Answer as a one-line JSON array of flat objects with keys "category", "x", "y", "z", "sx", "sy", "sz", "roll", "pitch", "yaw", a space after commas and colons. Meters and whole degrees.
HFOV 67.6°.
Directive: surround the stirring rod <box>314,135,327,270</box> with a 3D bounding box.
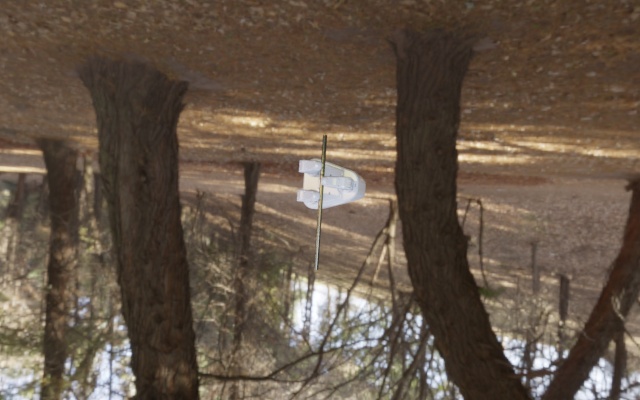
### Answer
[{"category": "stirring rod", "x": 0.000, "y": 0.003, "z": 0.852, "sx": 0.011, "sy": 0.239, "sz": 0.011, "roll": 4, "pitch": -1, "yaw": 0}]
